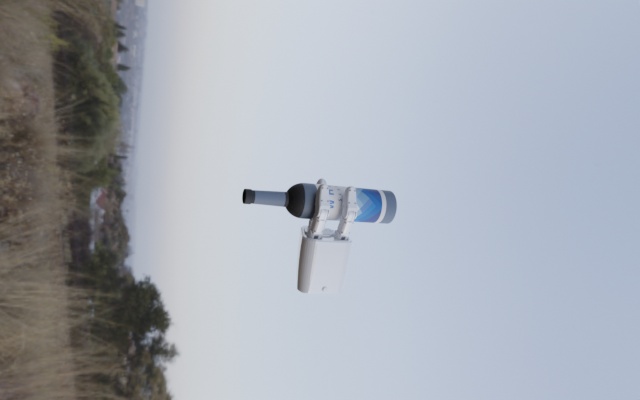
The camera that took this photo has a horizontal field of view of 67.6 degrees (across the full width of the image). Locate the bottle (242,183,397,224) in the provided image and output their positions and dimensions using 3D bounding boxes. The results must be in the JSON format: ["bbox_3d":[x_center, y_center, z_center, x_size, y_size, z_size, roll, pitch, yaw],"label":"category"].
[{"bbox_3d":[0.000,0.003,0.899,0.296,0.069,0.069,4,-2,-22],"label":"bottle"}]
